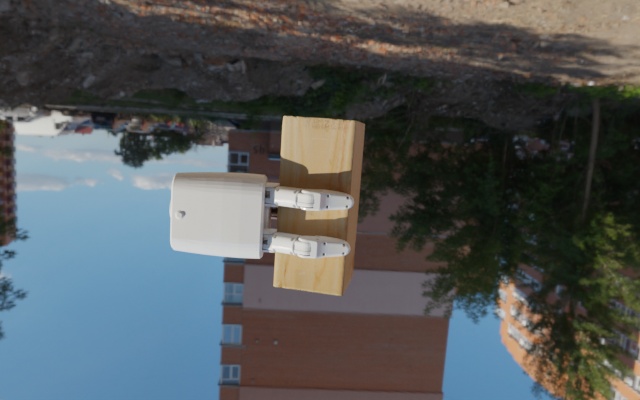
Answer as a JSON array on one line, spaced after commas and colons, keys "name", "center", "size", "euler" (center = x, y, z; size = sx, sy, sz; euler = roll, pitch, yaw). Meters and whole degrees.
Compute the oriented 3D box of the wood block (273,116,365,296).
[{"name": "wood block", "center": [0.000, 0.002, 0.602], "size": [0.090, 0.206, 0.091], "euler": [6, 8, 10]}]
